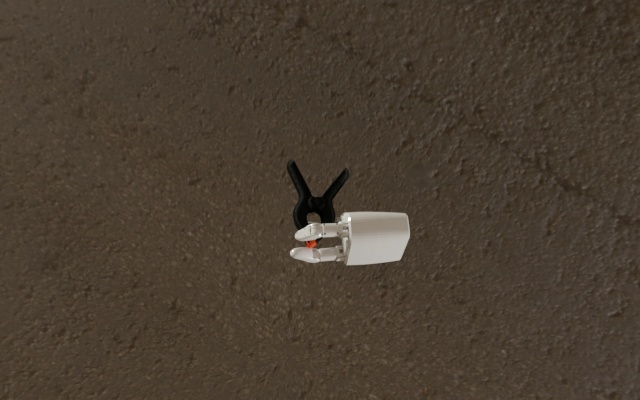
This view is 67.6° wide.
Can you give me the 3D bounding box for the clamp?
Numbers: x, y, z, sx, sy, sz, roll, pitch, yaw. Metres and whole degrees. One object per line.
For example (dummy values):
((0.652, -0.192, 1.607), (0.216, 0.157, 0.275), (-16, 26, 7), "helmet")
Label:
((0.000, 0.003, 0.893), (0.120, 0.171, 0.039), (-2, -18, -6), "clamp")
